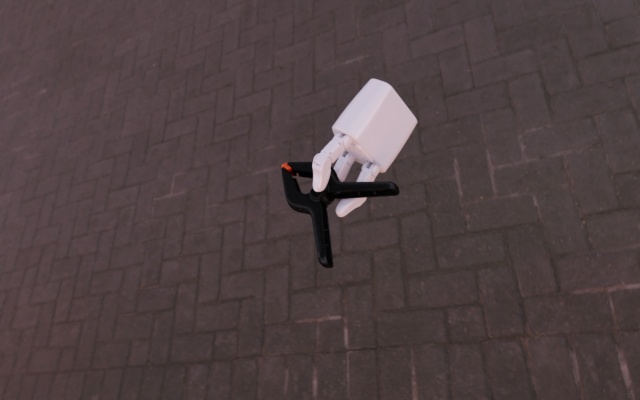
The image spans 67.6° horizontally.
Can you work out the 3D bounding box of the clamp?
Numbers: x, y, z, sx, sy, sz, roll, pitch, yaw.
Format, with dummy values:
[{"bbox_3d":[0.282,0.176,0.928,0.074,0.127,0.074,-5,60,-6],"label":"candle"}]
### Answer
[{"bbox_3d":[0.000,0.002,0.765,0.210,0.164,0.036,30,-13,37],"label":"clamp"}]
